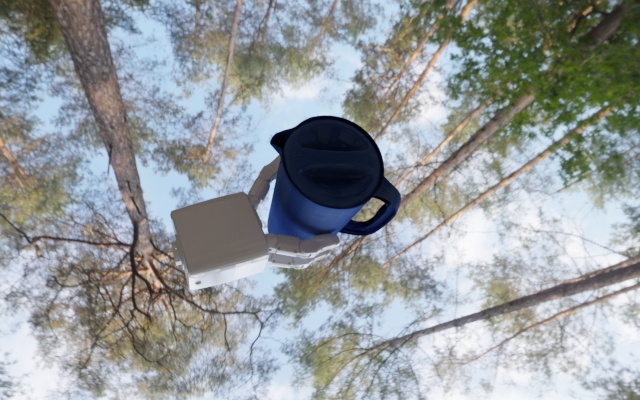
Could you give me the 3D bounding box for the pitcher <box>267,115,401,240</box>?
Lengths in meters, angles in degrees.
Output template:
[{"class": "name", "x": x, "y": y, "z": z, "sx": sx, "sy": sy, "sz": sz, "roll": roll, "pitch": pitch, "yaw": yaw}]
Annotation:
[{"class": "pitcher", "x": 0.000, "y": 0.002, "z": 0.692, "sx": 0.145, "sy": 0.149, "sz": 0.243, "roll": -17, "pitch": -19, "yaw": -21}]
